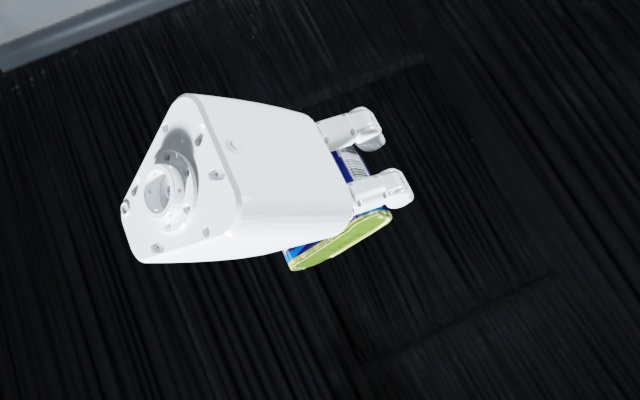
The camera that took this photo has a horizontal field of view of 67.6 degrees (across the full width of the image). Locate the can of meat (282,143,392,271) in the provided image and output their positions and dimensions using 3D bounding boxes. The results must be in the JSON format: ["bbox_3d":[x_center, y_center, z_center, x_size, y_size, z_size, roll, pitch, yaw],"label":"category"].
[{"bbox_3d":[0.000,0.002,0.411,0.102,0.084,0.057,-35,-20,28],"label":"can of meat"}]
